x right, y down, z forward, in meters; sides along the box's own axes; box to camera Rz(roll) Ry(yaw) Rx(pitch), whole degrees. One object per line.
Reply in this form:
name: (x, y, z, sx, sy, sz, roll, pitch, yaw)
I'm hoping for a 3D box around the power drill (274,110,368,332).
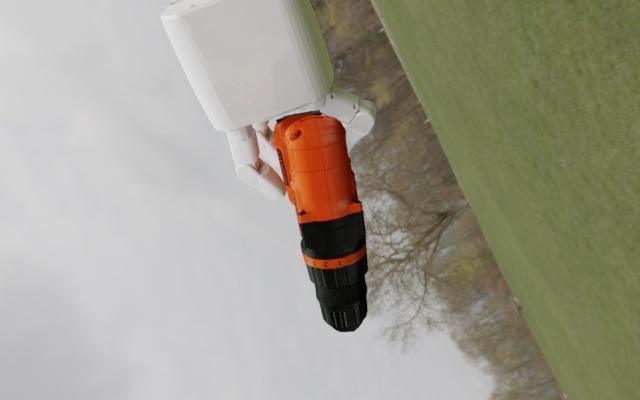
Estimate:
power drill: (0.000, 0.001, 0.440, 0.057, 0.184, 0.187, -10, 22, -6)
